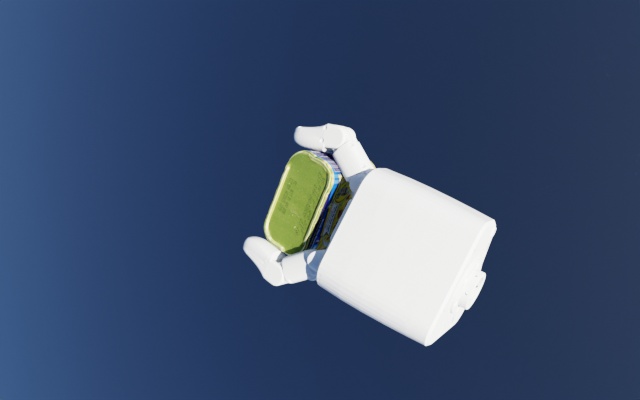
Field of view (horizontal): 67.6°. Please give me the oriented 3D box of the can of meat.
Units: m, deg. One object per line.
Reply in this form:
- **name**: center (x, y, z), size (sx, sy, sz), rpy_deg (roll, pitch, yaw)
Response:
- **can of meat**: center (0.000, 0.001, 0.466), size (0.057, 0.102, 0.084), rpy_deg (31, 19, 28)
